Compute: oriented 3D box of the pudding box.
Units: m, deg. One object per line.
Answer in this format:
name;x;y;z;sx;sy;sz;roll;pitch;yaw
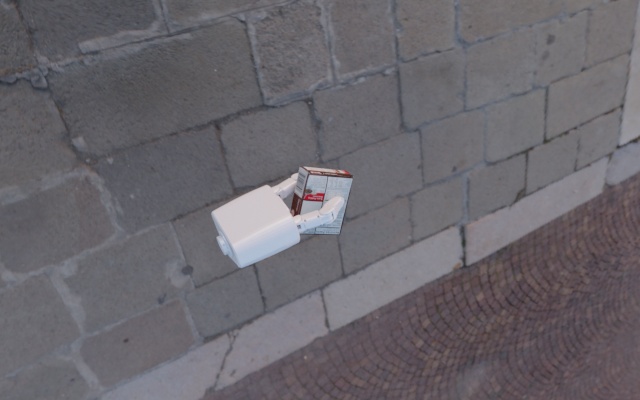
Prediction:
pudding box;0.000;0.003;0.814;0.090;0.113;0.039;3;21;-29
